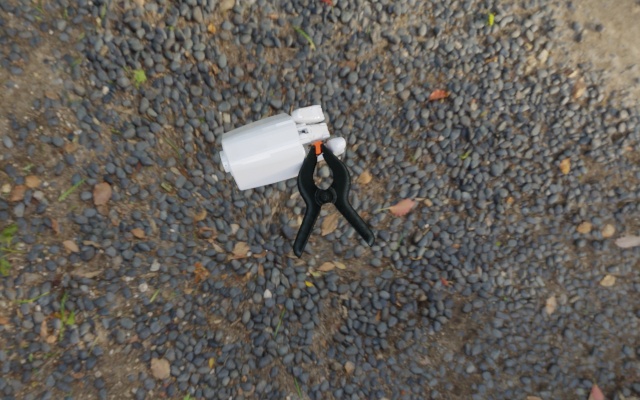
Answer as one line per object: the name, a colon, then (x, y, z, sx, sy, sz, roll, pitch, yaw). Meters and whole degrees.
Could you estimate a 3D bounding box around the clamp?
clamp: (0.000, 0.002, 0.702, 0.120, 0.171, 0.039, -17, -4, -4)
